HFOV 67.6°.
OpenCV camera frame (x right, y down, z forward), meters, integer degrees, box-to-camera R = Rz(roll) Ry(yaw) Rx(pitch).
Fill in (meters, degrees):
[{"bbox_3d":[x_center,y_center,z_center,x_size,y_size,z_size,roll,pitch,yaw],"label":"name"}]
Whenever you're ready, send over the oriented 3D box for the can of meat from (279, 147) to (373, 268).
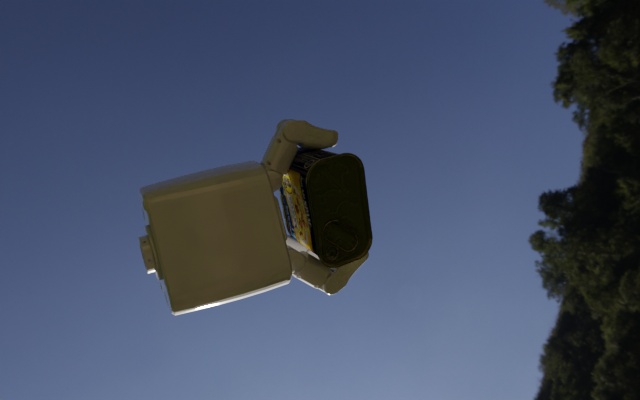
[{"bbox_3d":[0.000,0.001,0.457,0.057,0.102,0.084,-17,19,-23],"label":"can of meat"}]
